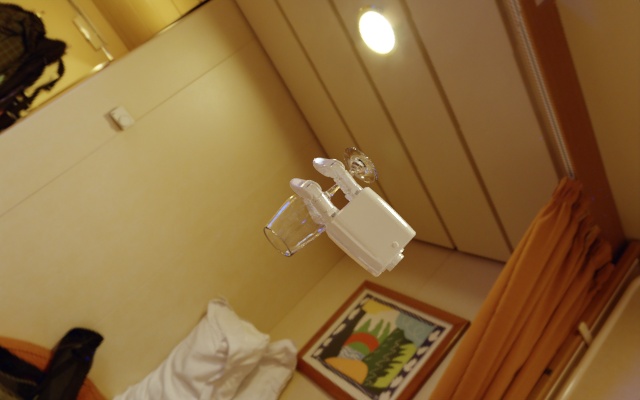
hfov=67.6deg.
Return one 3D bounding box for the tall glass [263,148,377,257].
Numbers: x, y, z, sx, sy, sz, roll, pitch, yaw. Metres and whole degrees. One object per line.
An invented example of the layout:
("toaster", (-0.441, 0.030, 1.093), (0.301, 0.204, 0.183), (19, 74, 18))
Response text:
("tall glass", (0.000, 0.002, 0.778), (0.201, 0.079, 0.079), (-43, 19, -22))
